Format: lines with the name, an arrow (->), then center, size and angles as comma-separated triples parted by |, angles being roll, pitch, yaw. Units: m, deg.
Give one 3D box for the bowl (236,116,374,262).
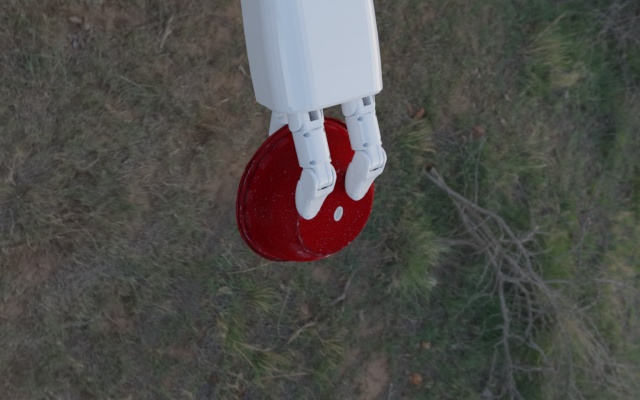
bowl -> 0.001, 0.003, 0.473 | 0.162, 0.162, 0.055 | 0, 24, -40
